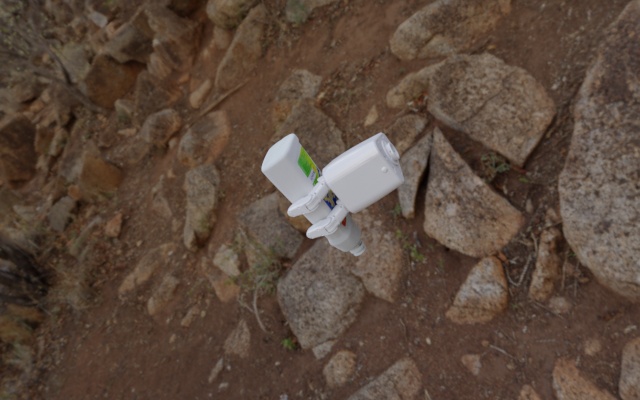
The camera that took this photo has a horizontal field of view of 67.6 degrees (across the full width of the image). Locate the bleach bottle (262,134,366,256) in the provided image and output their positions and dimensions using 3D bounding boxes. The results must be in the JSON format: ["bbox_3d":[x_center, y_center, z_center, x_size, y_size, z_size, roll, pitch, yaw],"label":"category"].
[{"bbox_3d":[0.000,0.003,0.871,0.068,0.251,0.102,-31,24,23],"label":"bleach bottle"}]
